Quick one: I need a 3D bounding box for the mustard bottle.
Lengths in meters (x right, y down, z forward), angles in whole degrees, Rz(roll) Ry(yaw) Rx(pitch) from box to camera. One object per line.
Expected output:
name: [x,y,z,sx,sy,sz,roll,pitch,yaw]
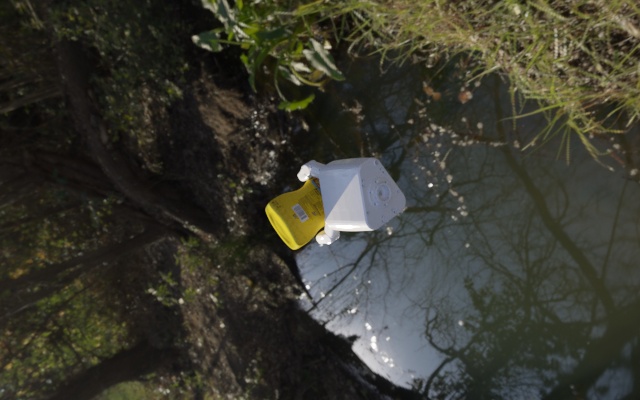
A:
mustard bottle: [0.000,0.003,0.879,0.191,0.096,0.058,-32,-8,-30]
